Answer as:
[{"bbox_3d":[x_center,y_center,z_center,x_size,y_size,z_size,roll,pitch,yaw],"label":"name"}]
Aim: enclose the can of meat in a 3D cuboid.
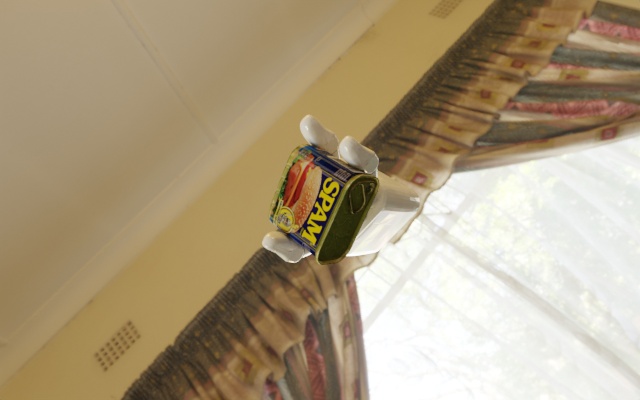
[{"bbox_3d":[0.000,0.002,0.500,0.084,0.102,0.057,34,19,33],"label":"can of meat"}]
